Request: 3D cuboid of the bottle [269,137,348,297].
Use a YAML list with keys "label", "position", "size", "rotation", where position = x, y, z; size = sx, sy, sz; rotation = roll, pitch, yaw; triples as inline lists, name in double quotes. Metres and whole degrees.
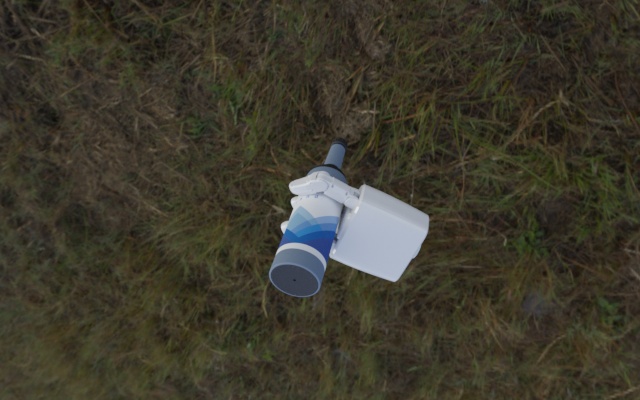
- label: "bottle"
  position: [0.000, 0.002, 0.699]
  size: [0.069, 0.069, 0.295]
  rotation: [0, 42, 17]
